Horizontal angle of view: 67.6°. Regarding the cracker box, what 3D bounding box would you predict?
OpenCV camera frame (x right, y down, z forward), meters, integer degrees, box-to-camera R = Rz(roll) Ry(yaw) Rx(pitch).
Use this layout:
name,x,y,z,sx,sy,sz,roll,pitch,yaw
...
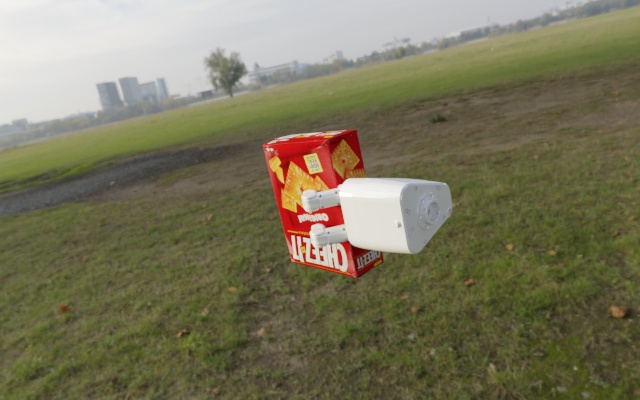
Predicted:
name,x,y,z,sx,sy,sz,roll,pitch,yaw
cracker box,0.000,0.002,0.754,0.072,0.214,0.164,-24,18,-37
